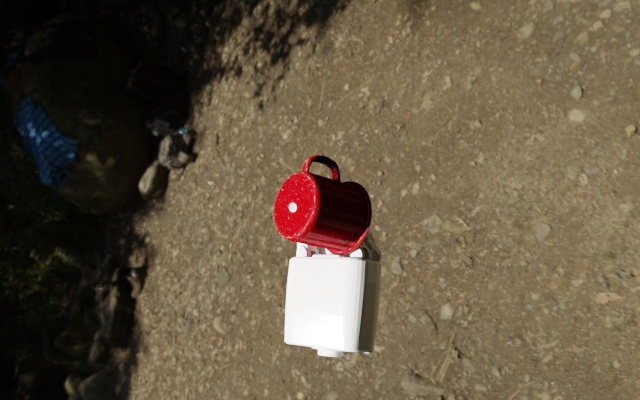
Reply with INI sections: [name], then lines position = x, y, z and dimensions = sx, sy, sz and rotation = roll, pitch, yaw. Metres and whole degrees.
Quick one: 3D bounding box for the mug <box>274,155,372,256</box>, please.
[mug]
position = 0.000, 0.000, 0.565
dimensions = 0.081, 0.117, 0.093
rotation = 15, -19, -39
